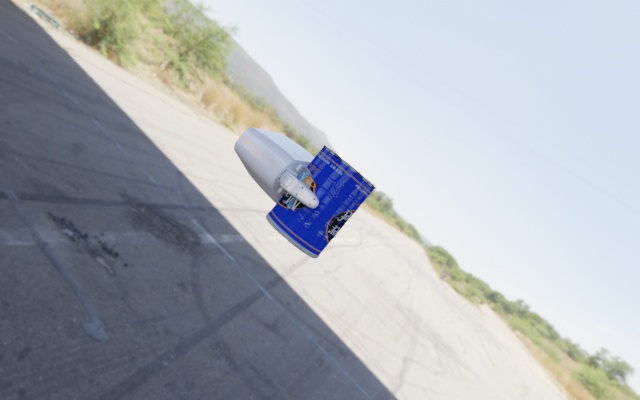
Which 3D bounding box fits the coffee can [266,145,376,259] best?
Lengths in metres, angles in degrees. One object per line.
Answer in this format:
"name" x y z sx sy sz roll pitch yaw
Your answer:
"coffee can" 0.000 0.003 0.726 0.103 0.140 0.103 40 3 -3
